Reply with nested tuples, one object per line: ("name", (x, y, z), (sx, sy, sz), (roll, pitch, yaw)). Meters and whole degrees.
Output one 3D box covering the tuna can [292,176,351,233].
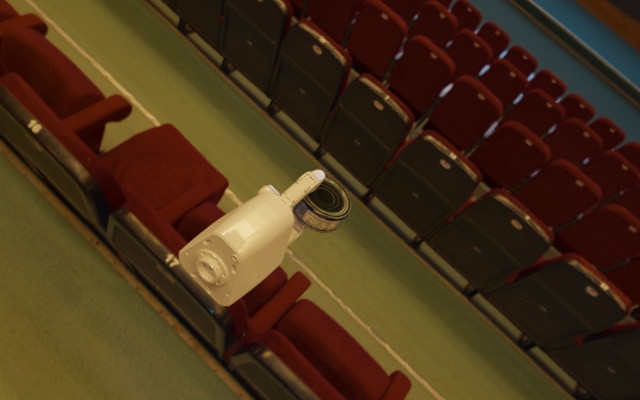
("tuna can", (0.000, 0.002, 0.682), (0.086, 0.086, 0.034), (0, -39, -37))
